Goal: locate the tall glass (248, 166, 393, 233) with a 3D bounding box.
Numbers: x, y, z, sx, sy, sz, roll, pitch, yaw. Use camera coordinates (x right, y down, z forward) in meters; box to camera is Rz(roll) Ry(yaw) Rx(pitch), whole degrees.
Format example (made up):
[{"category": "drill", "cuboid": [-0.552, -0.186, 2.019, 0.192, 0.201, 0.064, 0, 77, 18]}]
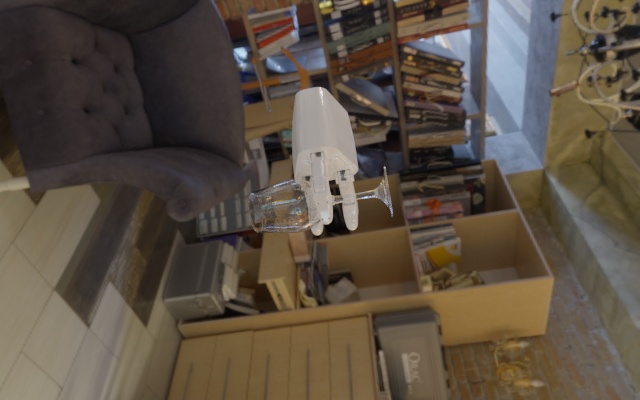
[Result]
[{"category": "tall glass", "cuboid": [0.001, 0.002, 0.694, 0.201, 0.079, 0.079, -9, -1, 8]}]
